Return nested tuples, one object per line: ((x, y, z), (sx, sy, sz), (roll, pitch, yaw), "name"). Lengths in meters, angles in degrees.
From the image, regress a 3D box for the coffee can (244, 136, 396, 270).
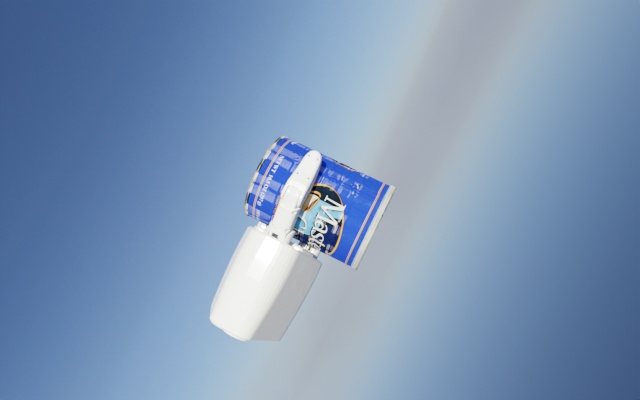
((0.000, 0.002, 0.542), (0.140, 0.103, 0.103), (26, 4, 7), "coffee can")
